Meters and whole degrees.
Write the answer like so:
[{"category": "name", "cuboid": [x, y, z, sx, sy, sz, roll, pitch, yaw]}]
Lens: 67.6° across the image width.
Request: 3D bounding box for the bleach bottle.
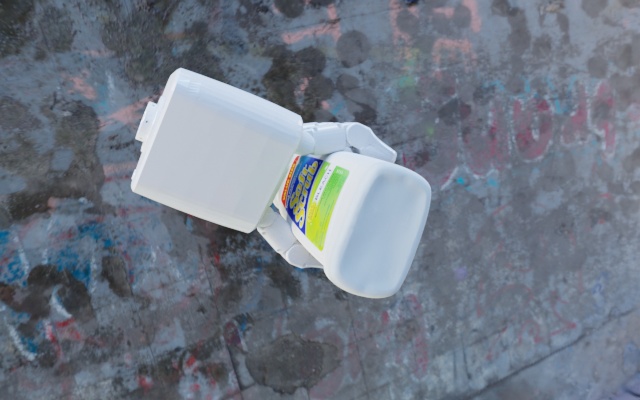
[{"category": "bleach bottle", "cuboid": [0.000, 0.001, 0.454, 0.068, 0.102, 0.251, 20, 1, -24]}]
